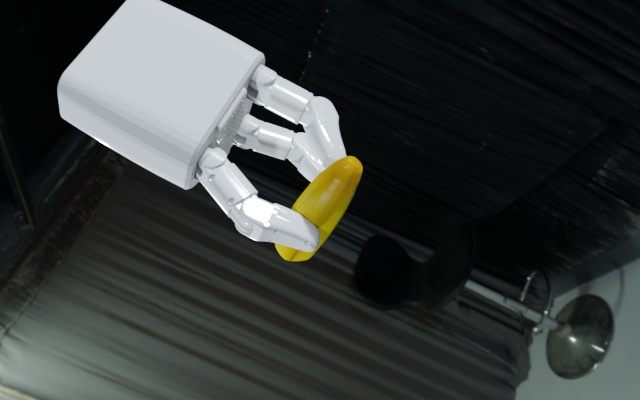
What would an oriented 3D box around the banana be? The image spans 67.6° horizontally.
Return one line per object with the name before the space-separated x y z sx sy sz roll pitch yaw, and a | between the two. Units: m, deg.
banana | -0.010 0.018 0.400 0.037 0.069 0.198 31 -15 0
